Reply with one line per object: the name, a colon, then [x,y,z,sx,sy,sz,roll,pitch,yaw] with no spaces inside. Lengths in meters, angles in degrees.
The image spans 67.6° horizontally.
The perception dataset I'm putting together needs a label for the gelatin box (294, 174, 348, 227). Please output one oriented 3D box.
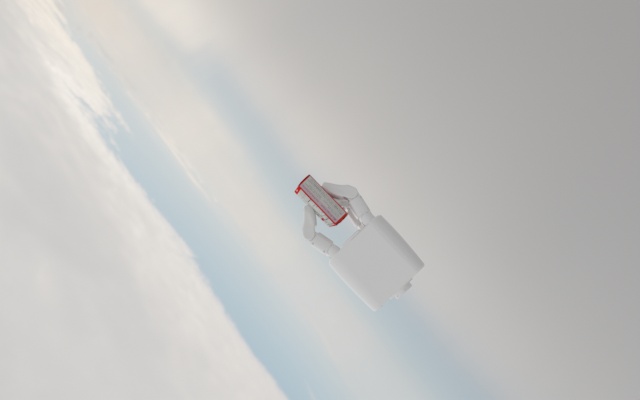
gelatin box: [0.000,0.003,0.771,0.030,0.089,0.073,-45,1,-9]
